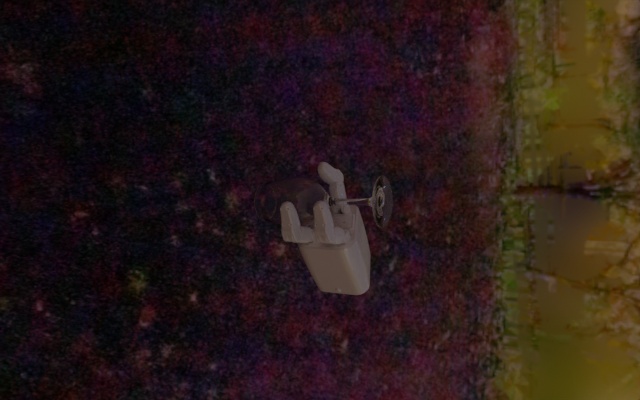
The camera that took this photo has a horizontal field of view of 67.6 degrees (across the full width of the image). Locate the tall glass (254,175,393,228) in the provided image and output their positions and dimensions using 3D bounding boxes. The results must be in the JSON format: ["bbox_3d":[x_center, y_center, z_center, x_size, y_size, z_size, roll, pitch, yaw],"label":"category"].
[{"bbox_3d":[0.001,0.002,0.712,0.201,0.079,0.079,0,0,28],"label":"tall glass"}]
